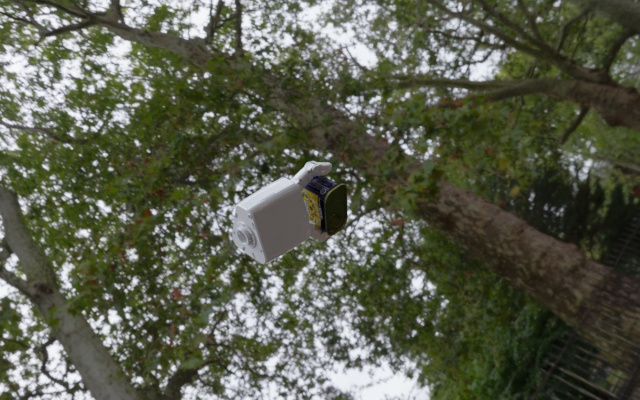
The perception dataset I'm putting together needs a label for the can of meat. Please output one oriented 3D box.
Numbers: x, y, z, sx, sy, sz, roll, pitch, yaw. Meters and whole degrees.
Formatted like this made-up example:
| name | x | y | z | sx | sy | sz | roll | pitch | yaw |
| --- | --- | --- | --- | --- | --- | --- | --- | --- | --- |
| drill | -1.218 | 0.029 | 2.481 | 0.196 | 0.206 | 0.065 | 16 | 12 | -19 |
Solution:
| name | x | y | z | sx | sy | sz | roll | pitch | yaw |
| --- | --- | --- | --- | --- | --- | --- | --- | --- | --- |
| can of meat | 0.000 | 0.003 | 0.883 | 0.084 | 0.102 | 0.057 | 27 | 48 | 34 |
